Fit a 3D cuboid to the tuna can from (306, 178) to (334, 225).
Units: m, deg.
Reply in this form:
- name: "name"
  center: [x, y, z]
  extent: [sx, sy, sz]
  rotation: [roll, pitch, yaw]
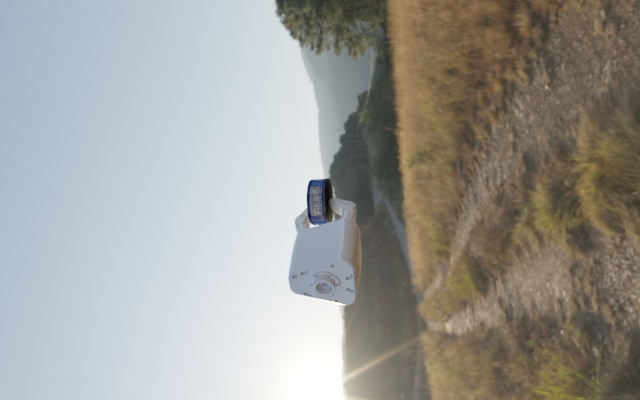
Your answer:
- name: "tuna can"
  center: [0.000, 0.003, 0.868]
  extent: [0.034, 0.086, 0.086]
  rotation: [-2, -1, 12]
